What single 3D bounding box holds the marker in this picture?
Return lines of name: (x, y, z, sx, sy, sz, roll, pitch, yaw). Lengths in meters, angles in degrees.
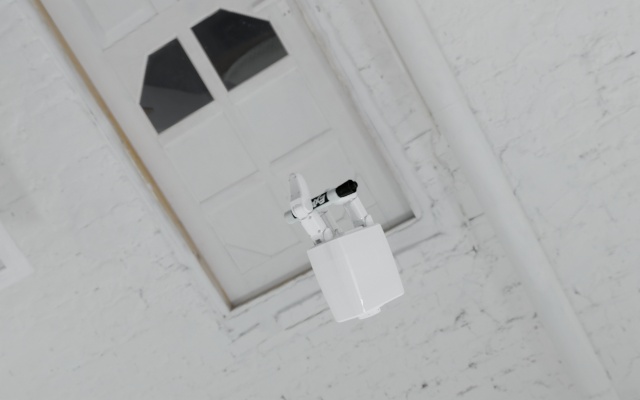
marker: (0.000, 0.002, 0.634, 0.121, 0.020, 0.020, -27, -16, 34)
